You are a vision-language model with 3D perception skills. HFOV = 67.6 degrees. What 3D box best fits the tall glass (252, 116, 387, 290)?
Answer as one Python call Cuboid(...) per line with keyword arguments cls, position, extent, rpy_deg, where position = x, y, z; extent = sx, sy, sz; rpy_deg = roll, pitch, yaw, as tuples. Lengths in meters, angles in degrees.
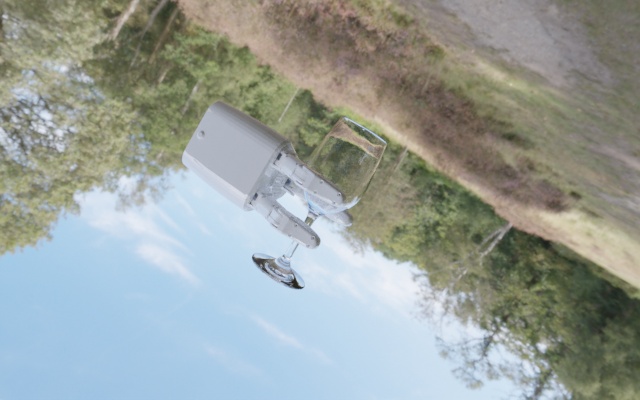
Cuboid(cls="tall glass", position=(0.000, 0.003, 0.565), extent=(0.079, 0.201, 0.079), rpy_deg=(31, 8, -5))
